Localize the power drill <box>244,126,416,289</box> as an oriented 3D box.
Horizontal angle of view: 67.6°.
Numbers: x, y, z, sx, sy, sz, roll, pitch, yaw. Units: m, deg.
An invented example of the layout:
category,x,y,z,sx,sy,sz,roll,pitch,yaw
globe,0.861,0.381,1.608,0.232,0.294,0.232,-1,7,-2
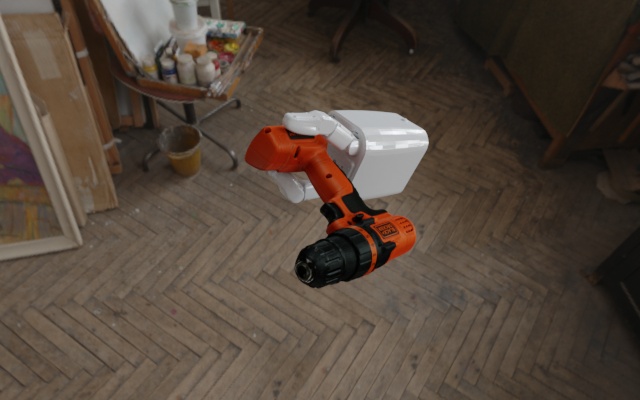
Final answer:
category,x,y,z,sx,sy,sz,roll,pitch,yaw
power drill,0.000,0.001,0.511,0.184,0.187,0.057,-10,-33,-53
